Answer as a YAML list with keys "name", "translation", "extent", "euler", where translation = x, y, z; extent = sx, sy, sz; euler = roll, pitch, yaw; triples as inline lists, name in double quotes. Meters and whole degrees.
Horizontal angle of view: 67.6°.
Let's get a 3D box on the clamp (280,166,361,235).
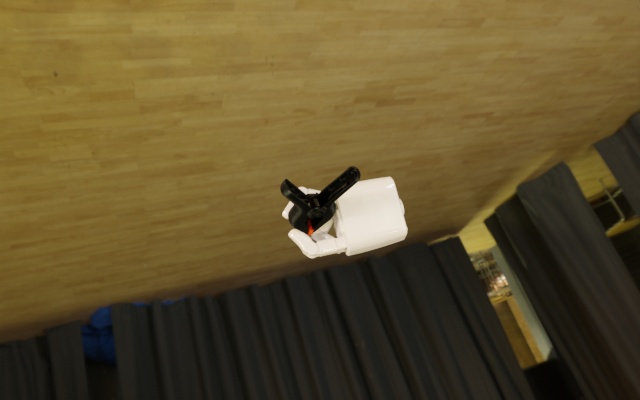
- name: "clamp"
  translation: [0.000, 0.003, 0.745]
  extent: [0.120, 0.039, 0.171]
  euler: [-10, -24, -6]
